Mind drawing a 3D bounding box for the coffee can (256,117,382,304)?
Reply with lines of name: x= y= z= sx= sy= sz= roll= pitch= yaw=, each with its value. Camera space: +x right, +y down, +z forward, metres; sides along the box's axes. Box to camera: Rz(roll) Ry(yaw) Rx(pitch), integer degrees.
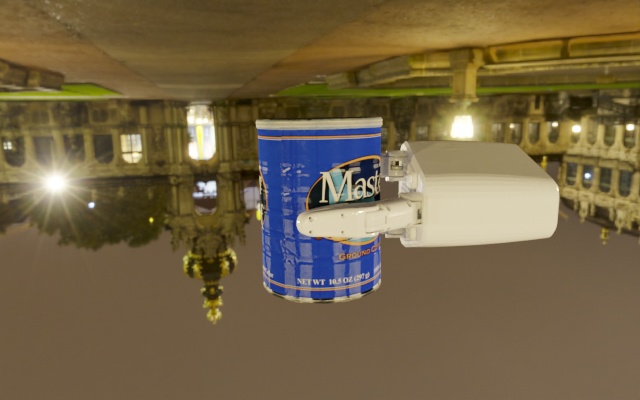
coffee can: x=0.000 y=0.001 z=0.403 sx=0.103 sy=0.140 sz=0.103 roll=-1 pitch=11 yaw=0
